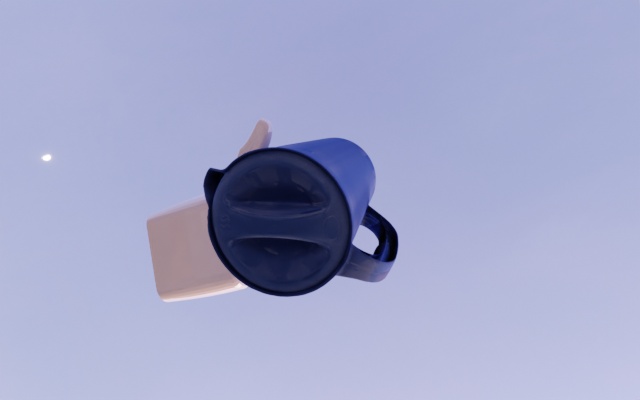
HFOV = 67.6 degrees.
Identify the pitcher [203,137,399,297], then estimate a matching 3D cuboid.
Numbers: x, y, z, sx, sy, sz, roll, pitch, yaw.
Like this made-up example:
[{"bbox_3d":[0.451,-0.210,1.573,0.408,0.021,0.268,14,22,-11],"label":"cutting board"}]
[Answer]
[{"bbox_3d":[0.000,0.002,0.515,0.145,0.149,0.242,-18,8,18],"label":"pitcher"}]
